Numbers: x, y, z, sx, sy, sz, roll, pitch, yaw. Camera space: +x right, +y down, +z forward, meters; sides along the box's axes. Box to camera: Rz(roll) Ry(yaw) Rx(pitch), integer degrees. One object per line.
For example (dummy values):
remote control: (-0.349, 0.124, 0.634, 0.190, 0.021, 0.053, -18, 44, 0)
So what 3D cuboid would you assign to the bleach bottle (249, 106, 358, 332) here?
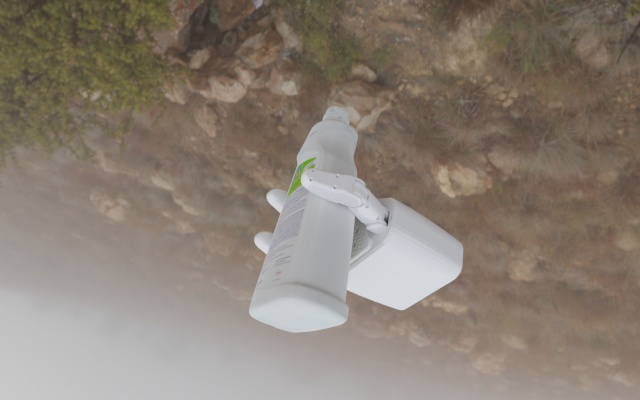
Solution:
bleach bottle: (0.000, 0.002, 0.492, 0.068, 0.250, 0.102, 29, -33, -24)
